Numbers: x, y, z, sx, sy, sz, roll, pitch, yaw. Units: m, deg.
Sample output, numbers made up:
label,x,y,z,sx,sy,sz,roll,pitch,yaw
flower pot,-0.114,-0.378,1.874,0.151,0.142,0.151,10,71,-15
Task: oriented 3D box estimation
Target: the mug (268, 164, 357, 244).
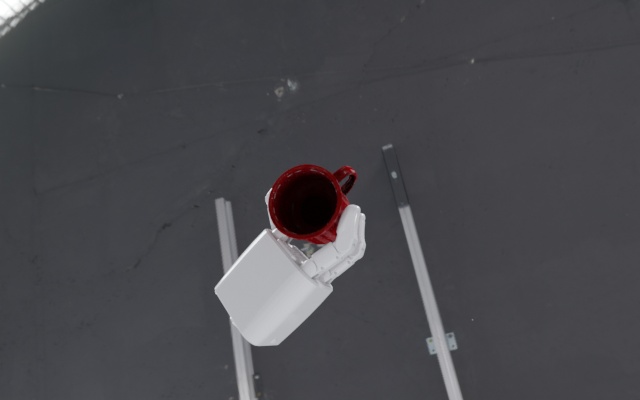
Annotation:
label,x,y,z,sx,sy,sz,roll,pitch,yaw
mug,0.001,0.001,0.606,0.093,0.117,0.081,45,2,22
